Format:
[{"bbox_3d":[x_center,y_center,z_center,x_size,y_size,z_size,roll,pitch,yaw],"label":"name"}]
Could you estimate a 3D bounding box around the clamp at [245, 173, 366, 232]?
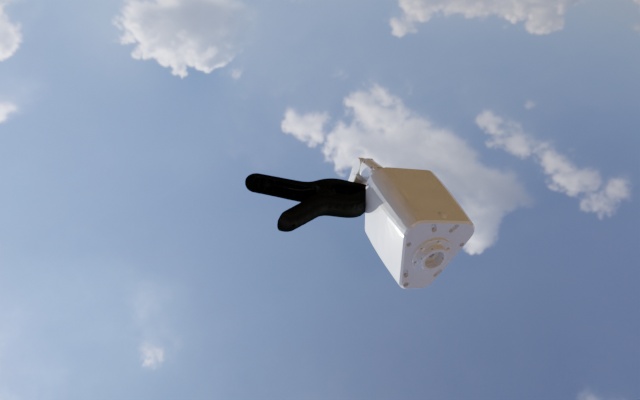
[{"bbox_3d":[0.000,0.002,0.595,0.171,0.039,0.120,0,34,-21],"label":"clamp"}]
